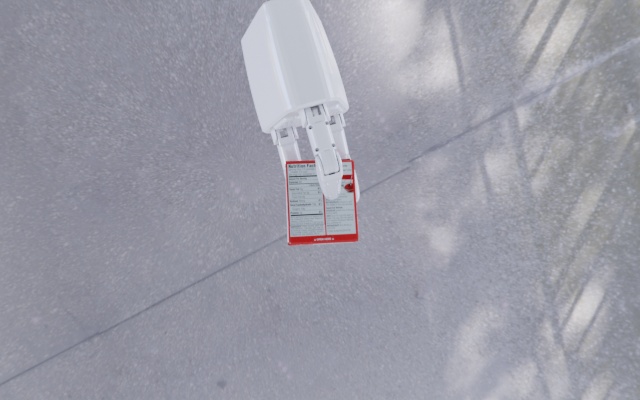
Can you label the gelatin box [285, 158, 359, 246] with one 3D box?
[{"bbox_3d":[0.000,0.002,0.505,0.073,0.089,0.030,-3,-6,-7],"label":"gelatin box"}]
